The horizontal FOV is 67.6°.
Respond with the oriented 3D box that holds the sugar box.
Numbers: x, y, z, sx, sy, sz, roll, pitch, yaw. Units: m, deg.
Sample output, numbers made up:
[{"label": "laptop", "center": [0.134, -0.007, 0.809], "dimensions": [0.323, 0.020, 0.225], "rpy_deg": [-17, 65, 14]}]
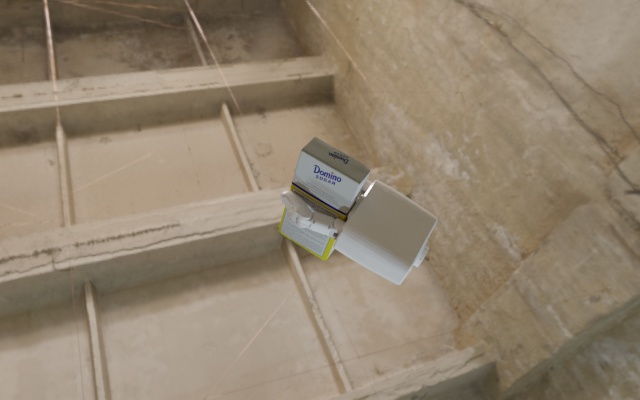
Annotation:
[{"label": "sugar box", "center": [0.000, 0.002, 0.689], "dimensions": [0.093, 0.176, 0.048], "rpy_deg": [31, 44, 9]}]
